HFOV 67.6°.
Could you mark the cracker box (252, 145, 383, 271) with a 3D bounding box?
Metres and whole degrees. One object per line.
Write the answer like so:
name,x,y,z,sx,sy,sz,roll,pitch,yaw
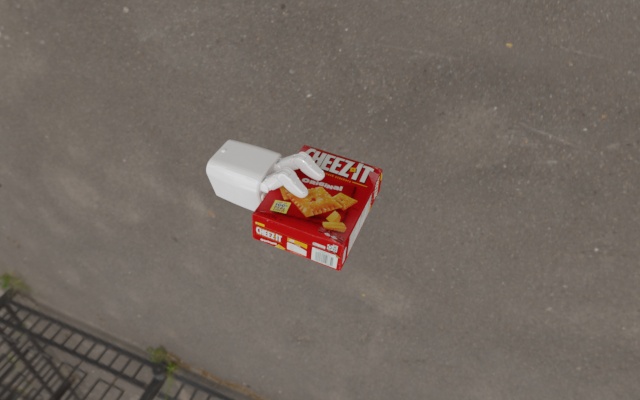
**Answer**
cracker box,0.000,0.003,0.846,0.164,0.072,0.213,19,46,13
